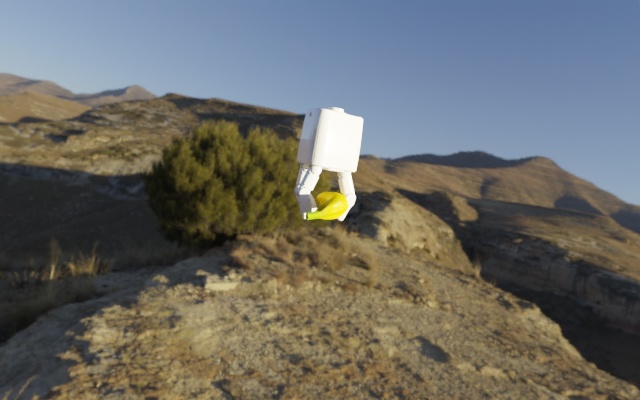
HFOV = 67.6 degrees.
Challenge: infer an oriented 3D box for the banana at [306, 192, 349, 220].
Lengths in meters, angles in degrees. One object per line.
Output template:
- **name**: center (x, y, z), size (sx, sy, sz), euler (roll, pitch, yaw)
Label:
- **banana**: center (0.018, 0.006, 0.889), size (0.069, 0.037, 0.198), euler (6, 8, 5)
